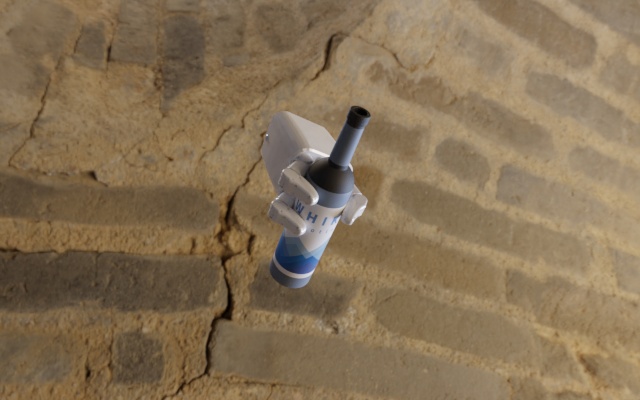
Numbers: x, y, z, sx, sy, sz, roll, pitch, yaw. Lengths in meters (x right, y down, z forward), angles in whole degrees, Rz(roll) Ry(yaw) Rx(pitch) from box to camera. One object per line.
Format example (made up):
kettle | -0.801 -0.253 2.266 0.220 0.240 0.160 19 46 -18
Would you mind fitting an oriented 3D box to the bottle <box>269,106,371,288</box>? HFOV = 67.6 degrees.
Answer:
bottle | 0.000 0.002 0.660 0.069 0.296 0.069 15 37 -12
